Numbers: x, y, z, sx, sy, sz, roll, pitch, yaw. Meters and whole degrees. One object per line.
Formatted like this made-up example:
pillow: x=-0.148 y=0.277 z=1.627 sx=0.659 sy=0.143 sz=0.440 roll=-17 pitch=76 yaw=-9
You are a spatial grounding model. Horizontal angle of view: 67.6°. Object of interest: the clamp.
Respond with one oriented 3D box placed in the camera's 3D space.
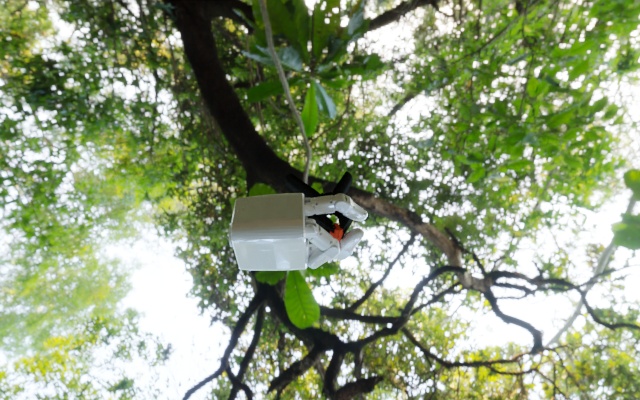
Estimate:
clamp: x=0.000 y=0.003 z=0.789 sx=0.120 sy=0.039 sz=0.171 roll=-2 pitch=35 yaw=-1
